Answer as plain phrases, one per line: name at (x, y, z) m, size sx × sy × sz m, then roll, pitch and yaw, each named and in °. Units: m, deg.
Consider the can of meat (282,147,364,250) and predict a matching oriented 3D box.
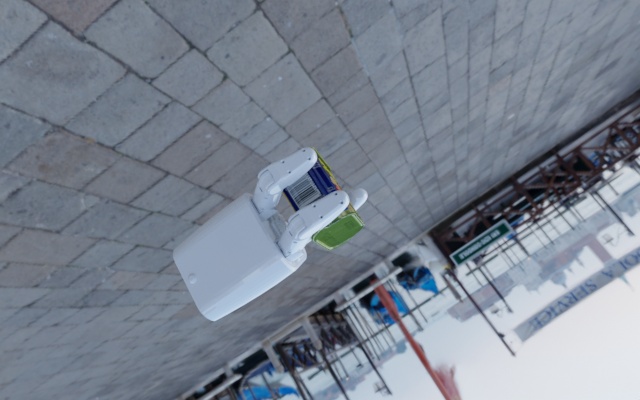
can of meat at (0.000, 0.002, 0.513) m, size 0.057 × 0.084 × 0.102 m, roll -34°, pitch -19°, yaw 5°
